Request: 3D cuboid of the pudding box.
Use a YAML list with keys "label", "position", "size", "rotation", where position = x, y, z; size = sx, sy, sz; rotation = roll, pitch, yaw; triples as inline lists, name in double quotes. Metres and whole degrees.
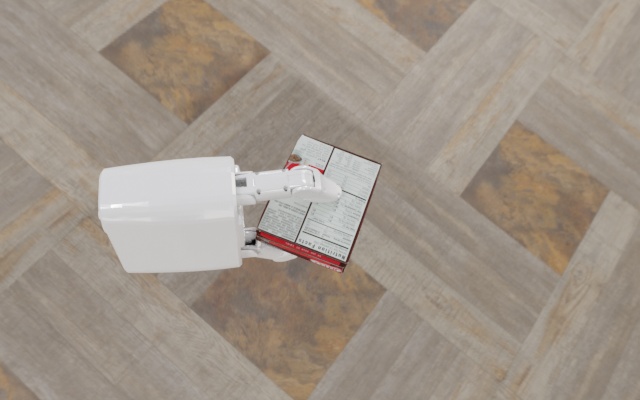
- label: "pudding box"
  position: [0.000, 0.001, 0.456]
  size: [0.090, 0.113, 0.039]
  rotation: [22, -21, 2]
